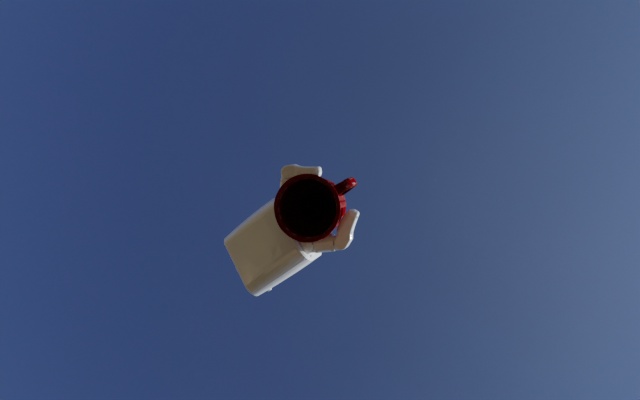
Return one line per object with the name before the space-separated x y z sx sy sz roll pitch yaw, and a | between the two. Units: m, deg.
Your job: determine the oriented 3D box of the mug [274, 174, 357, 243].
mug | 0.001 0.001 0.675 0.117 0.093 0.081 -35 -6 12
